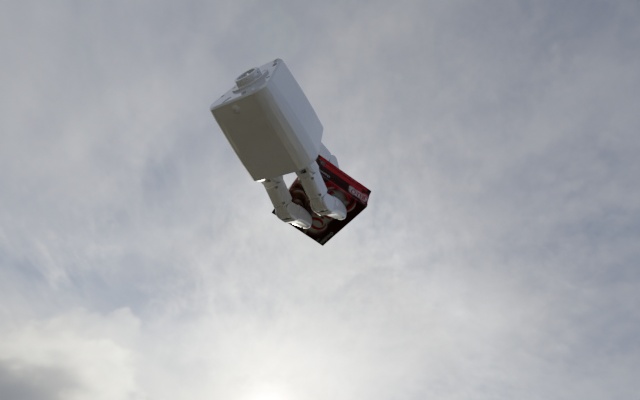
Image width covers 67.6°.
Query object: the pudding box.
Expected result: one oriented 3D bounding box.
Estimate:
[{"bbox_3d":[0.000,0.002,0.646,0.090,0.039,0.113,34,-44,-10],"label":"pudding box"}]
